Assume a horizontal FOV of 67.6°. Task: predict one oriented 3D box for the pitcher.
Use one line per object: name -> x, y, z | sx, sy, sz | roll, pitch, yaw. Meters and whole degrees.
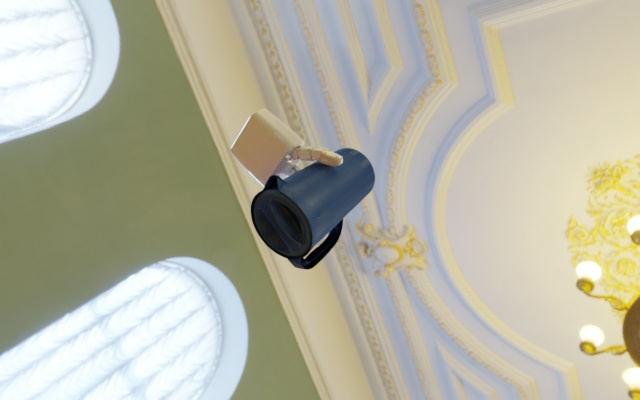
pitcher -> 0.000, 0.003, 0.881 | 0.242, 0.145, 0.149 | -36, -17, -44
